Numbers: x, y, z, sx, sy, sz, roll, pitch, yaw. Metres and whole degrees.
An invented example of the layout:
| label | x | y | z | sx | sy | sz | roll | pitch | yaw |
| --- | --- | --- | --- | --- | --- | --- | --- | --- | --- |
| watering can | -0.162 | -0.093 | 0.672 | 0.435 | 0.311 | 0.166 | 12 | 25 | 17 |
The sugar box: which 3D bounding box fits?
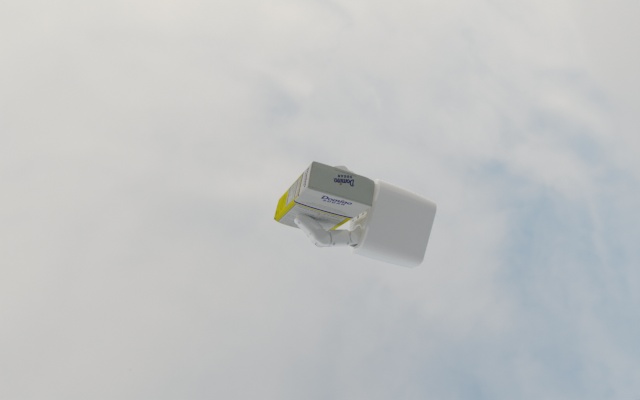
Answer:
| label | x | y | z | sx | sy | sz | roll | pitch | yaw |
| --- | --- | --- | --- | --- | --- | --- | --- | --- | --- |
| sugar box | 0.000 | 0.002 | 0.694 | 0.093 | 0.048 | 0.176 | 16 | -23 | -16 |
